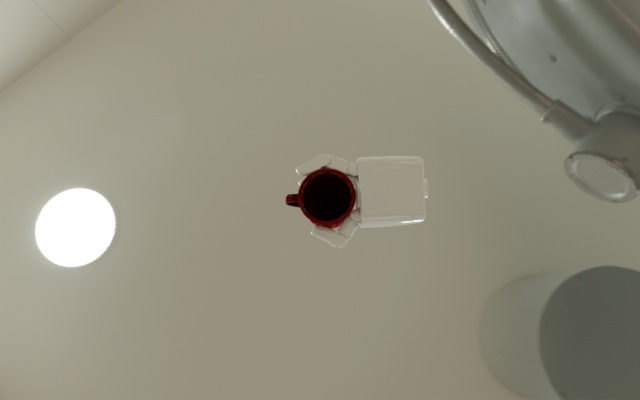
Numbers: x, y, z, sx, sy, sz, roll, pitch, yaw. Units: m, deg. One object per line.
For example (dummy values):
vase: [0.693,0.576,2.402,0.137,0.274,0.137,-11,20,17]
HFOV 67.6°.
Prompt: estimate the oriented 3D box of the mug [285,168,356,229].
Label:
mug: [-0.001,0.003,0.799,0.117,0.093,0.081,-2,-13,3]
